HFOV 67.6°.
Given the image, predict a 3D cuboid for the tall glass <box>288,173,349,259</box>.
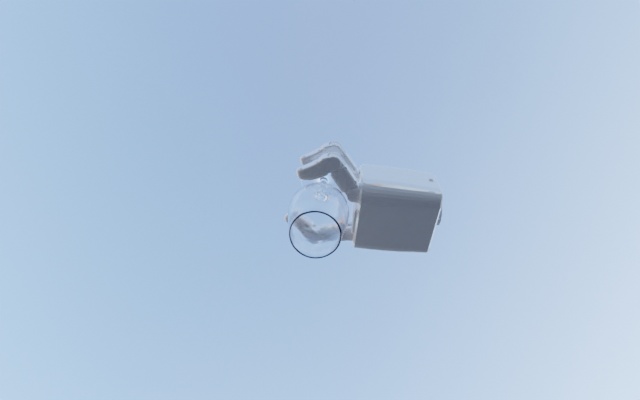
[{"bbox_3d":[0.000,0.002,0.642,0.079,0.079,0.201,0,23,4],"label":"tall glass"}]
